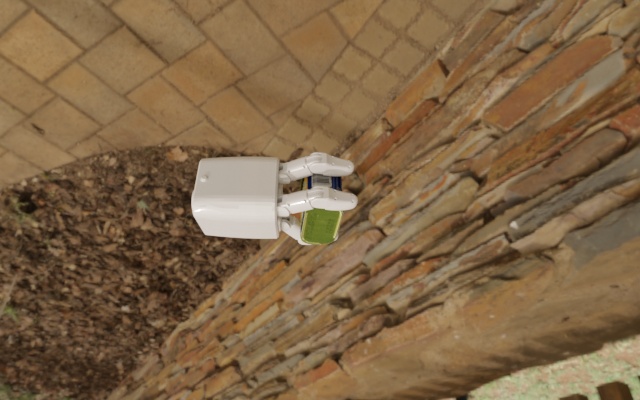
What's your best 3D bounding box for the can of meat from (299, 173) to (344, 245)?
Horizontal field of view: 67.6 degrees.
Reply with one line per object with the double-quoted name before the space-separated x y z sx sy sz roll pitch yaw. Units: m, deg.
"can of meat" 0.000 0.003 0.672 0.057 0.084 0.102 4 -38 -6
